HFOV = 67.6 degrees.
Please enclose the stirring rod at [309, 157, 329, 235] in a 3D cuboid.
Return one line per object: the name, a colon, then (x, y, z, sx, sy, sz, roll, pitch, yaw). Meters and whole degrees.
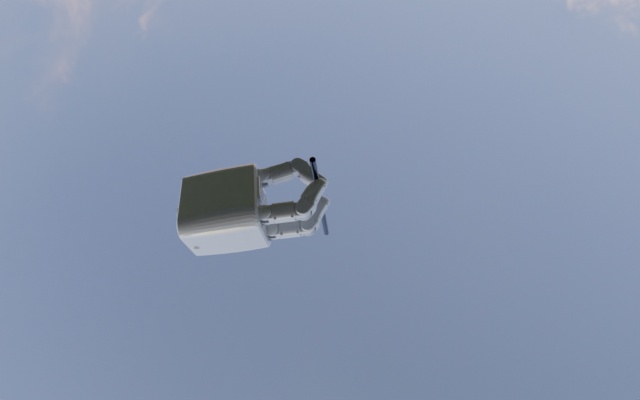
stirring rod: (0.000, 0.002, 0.691, 0.011, 0.011, 0.240, 0, -26, 5)
